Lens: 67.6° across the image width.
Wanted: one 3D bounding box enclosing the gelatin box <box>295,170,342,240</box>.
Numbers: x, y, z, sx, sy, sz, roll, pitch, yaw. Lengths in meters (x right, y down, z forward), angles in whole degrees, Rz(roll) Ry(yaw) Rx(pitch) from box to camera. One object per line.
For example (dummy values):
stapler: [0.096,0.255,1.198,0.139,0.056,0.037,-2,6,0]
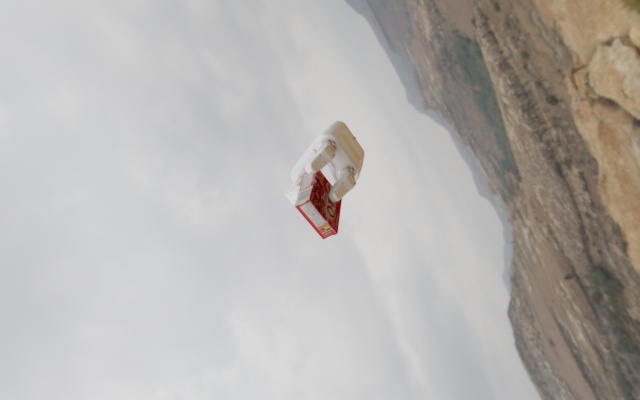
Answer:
gelatin box: [0.000,0.003,0.720,0.030,0.073,0.089,-25,29,25]
